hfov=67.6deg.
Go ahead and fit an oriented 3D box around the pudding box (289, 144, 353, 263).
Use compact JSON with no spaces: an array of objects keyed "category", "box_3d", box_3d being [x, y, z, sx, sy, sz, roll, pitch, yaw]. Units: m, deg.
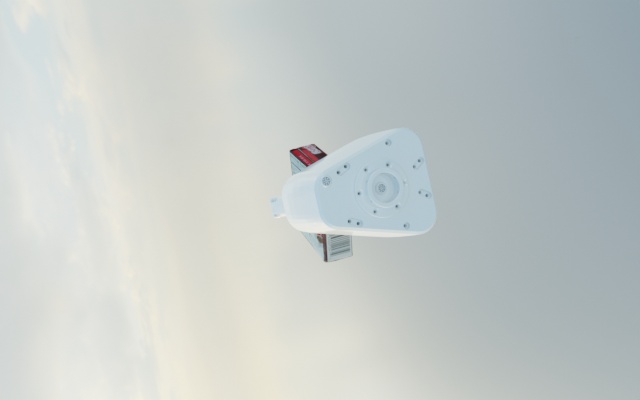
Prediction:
[{"category":"pudding box","box_3d":[0.000,0.002,0.553,0.039,0.113,0.090,-13,30,-19]}]
